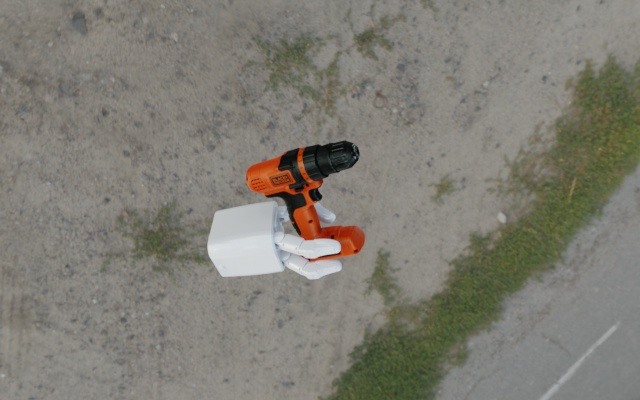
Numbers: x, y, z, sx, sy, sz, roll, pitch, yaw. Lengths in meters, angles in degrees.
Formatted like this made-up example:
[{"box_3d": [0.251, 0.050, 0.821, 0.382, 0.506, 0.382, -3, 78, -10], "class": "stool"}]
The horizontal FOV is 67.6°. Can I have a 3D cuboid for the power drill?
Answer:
[{"box_3d": [0.000, 0.003, 0.731, 0.184, 0.188, 0.057, -12, 31, 28], "class": "power drill"}]
